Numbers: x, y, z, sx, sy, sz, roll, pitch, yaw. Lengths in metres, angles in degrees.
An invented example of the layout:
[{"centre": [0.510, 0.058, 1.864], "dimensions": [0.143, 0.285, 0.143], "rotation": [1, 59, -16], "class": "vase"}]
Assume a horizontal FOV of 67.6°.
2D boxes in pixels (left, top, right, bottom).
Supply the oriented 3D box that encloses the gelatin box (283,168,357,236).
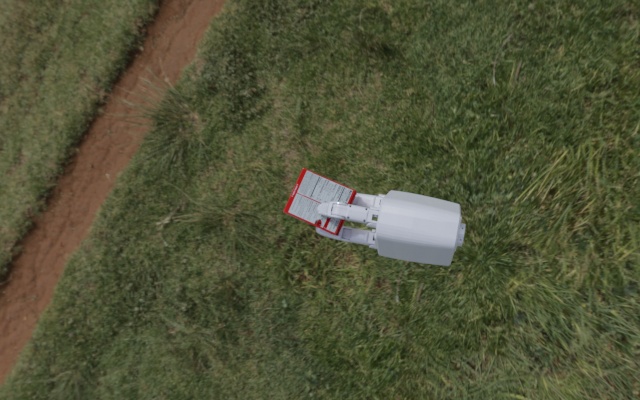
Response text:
[{"centre": [0.000, 0.002, 0.712], "dimensions": [0.089, 0.073, 0.030], "rotation": [24, -1, 9], "class": "gelatin box"}]
